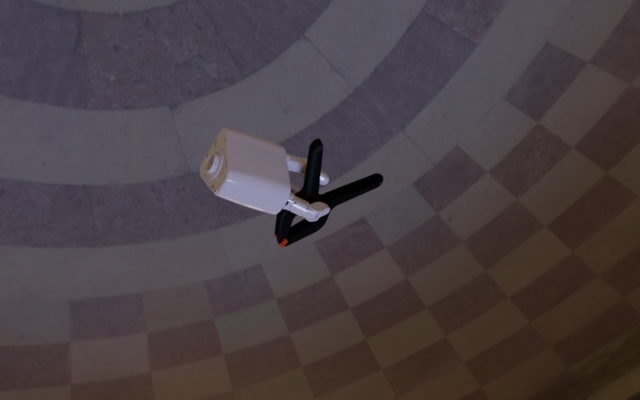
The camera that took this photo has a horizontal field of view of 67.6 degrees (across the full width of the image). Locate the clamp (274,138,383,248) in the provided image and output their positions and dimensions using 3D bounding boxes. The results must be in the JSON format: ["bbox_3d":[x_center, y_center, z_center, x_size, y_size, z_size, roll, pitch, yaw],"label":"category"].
[{"bbox_3d":[0.000,0.004,0.812,0.164,0.210,0.036,18,31,-35],"label":"clamp"}]
